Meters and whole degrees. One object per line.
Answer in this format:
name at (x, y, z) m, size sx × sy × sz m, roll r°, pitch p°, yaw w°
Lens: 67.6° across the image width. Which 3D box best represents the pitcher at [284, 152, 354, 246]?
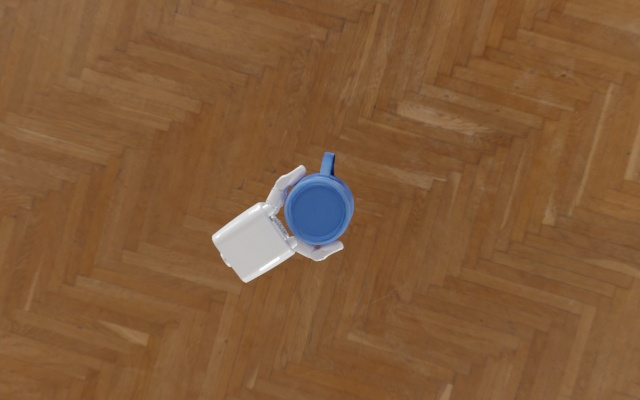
pitcher at (0.000, 0.003, 0.876) m, size 0.145 × 0.149 × 0.243 m, roll -34°, pitch 1°, yaw 2°
